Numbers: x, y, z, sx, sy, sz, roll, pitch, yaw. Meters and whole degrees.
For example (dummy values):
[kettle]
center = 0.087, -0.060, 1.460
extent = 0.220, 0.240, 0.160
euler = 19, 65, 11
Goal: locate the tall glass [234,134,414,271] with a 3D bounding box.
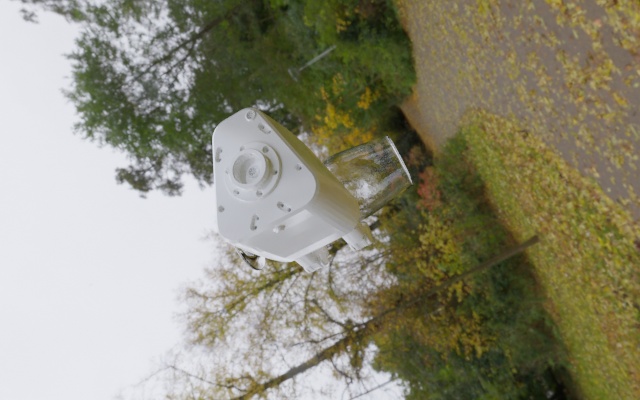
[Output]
[tall glass]
center = 0.000, 0.002, 0.530
extent = 0.201, 0.079, 0.079
euler = -28, -6, 12
